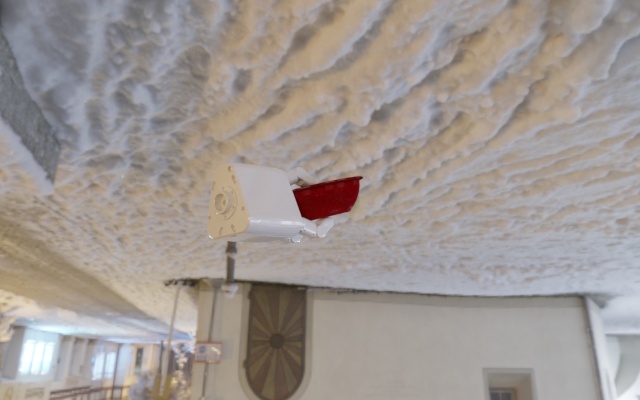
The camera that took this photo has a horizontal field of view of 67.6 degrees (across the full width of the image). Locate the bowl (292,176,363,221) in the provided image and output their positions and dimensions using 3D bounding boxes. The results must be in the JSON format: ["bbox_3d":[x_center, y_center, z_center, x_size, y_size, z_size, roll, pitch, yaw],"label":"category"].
[{"bbox_3d":[0.001,0.003,0.820,0.162,0.055,0.162,-13,-2,0],"label":"bowl"}]
